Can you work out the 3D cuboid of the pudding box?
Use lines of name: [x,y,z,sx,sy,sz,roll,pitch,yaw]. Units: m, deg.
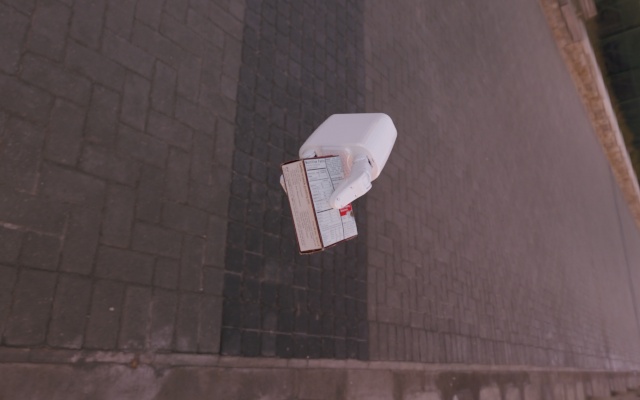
pudding box: [0.000,0.002,0.594,0.039,0.113,0.090,-14,-1,34]
